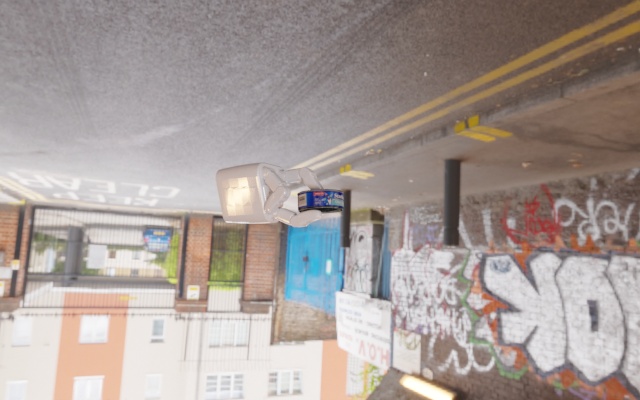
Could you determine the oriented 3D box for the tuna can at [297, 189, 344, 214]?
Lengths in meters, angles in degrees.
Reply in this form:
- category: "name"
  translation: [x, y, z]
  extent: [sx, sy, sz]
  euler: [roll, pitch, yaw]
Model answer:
- category: "tuna can"
  translation: [0.000, 0.003, 0.877]
  extent: [0.086, 0.033, 0.086]
  euler: [-2, -9, 0]
